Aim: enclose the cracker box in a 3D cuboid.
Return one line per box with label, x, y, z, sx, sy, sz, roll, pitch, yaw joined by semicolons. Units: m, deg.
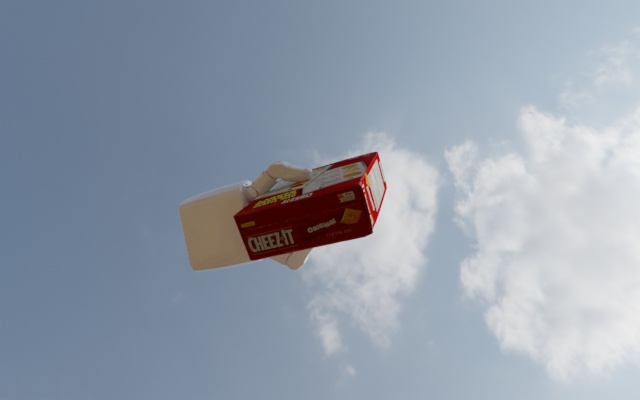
cracker box;0.000;0.002;0.662;0.164;0.072;0.213;-15;12;16
